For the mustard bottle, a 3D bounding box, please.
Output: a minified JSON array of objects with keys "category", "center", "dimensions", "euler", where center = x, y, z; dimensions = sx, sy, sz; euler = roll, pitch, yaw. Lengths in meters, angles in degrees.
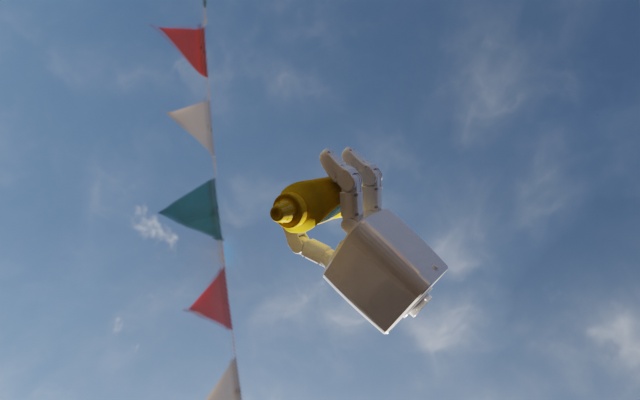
[{"category":"mustard bottle","center":[0.000,0.002,0.600],"dimensions":[0.096,0.058,0.191],"euler":[-29,-6,31]}]
